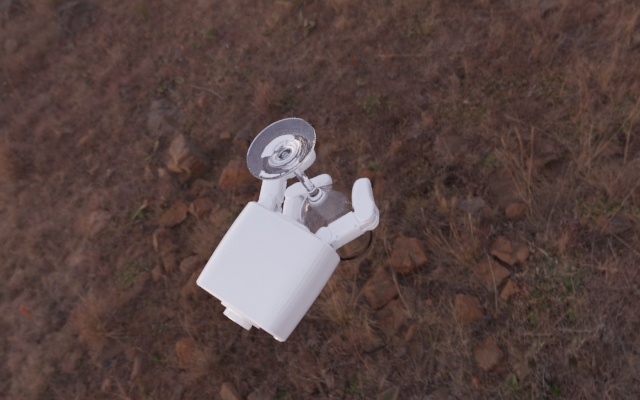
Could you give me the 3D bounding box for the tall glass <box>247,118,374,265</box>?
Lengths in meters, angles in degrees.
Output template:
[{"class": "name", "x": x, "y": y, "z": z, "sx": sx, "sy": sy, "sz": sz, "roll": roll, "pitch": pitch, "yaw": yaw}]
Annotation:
[{"class": "tall glass", "x": 0.000, "y": 0.001, "z": 0.534, "sx": 0.079, "sy": 0.079, "sz": 0.201, "roll": 0, "pitch": -32, "yaw": 28}]
